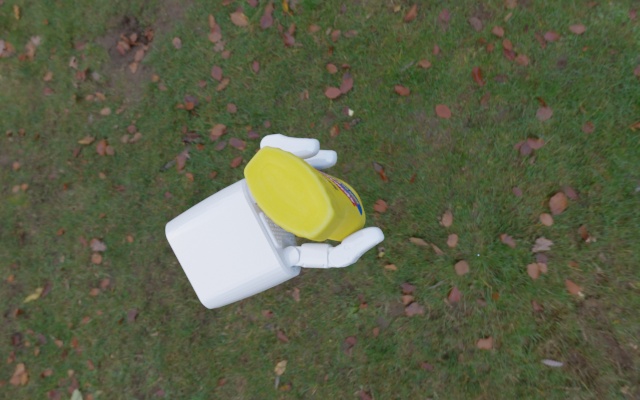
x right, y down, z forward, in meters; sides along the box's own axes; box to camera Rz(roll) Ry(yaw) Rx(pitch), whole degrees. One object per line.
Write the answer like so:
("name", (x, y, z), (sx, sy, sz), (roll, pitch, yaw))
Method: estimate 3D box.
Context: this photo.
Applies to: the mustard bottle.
("mustard bottle", (0.000, 0.001, 0.498), (0.096, 0.058, 0.191), (42, 8, 18))
